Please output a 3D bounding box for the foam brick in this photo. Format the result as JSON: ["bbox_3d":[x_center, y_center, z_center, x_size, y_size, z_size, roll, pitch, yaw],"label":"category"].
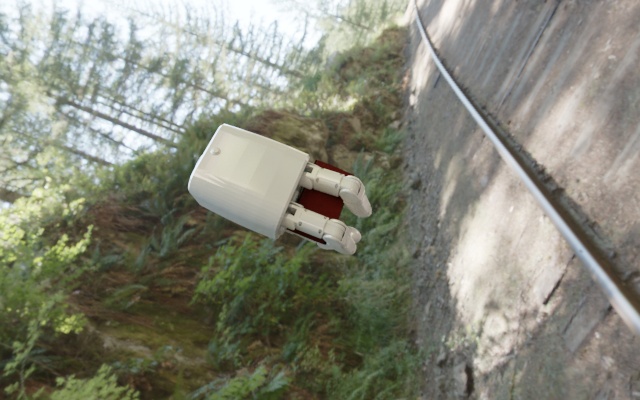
[{"bbox_3d":[0.000,0.002,0.562,0.051,0.078,0.053,22,-30,-1],"label":"foam brick"}]
